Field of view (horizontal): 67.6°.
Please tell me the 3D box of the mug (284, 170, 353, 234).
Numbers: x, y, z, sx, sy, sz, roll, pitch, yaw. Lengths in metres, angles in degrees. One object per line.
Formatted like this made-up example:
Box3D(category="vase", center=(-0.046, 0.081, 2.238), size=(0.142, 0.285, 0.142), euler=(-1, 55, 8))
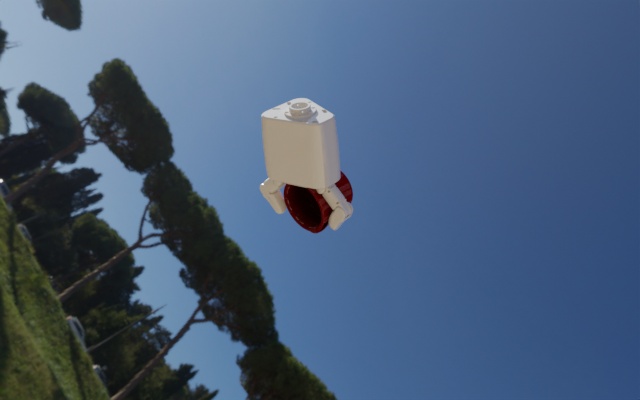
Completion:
Box3D(category="mug", center=(0.000, 0.004, 0.800), size=(0.093, 0.117, 0.081), euler=(26, 44, 37))
